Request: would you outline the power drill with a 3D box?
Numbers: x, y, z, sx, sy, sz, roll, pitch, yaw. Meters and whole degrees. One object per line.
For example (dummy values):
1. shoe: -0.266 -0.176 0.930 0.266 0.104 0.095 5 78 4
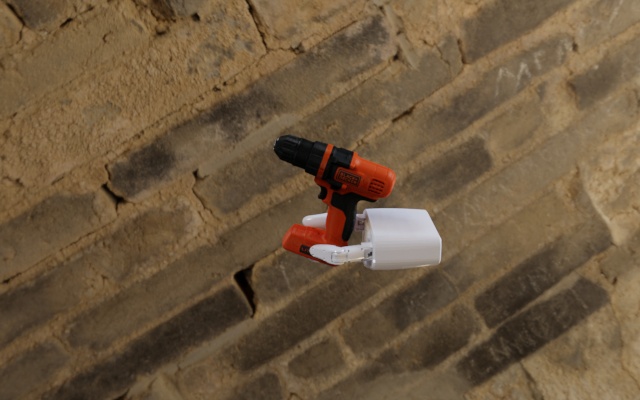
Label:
1. power drill: 0.000 0.003 0.732 0.184 0.188 0.057 21 33 1
